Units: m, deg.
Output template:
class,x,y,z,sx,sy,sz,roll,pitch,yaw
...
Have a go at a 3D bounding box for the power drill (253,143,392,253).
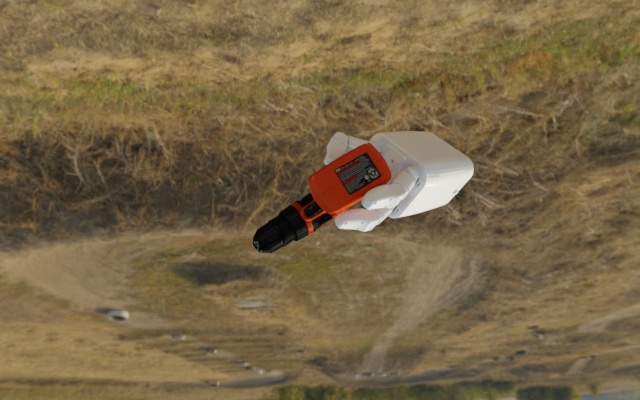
class,x,y,z,sx,sy,sz,roll,pitch,yaw
power drill,0.000,0.002,0.634,0.184,0.057,0.188,-33,-3,-21
